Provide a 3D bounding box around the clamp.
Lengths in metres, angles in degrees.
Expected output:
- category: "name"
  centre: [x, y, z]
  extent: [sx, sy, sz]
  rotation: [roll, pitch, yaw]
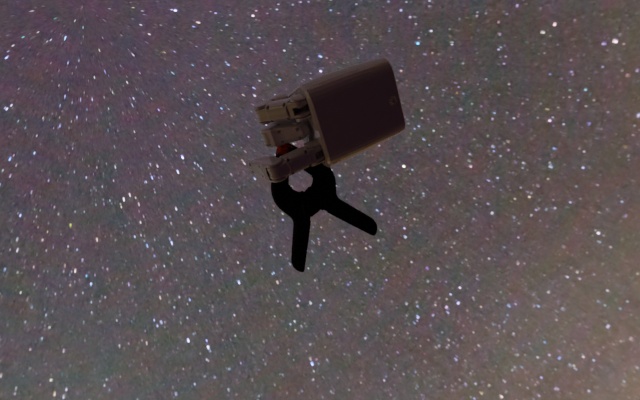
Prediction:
- category: "clamp"
  centre: [0.000, 0.002, 0.592]
  extent: [0.120, 0.171, 0.039]
  rotation: [-22, 29, -9]
